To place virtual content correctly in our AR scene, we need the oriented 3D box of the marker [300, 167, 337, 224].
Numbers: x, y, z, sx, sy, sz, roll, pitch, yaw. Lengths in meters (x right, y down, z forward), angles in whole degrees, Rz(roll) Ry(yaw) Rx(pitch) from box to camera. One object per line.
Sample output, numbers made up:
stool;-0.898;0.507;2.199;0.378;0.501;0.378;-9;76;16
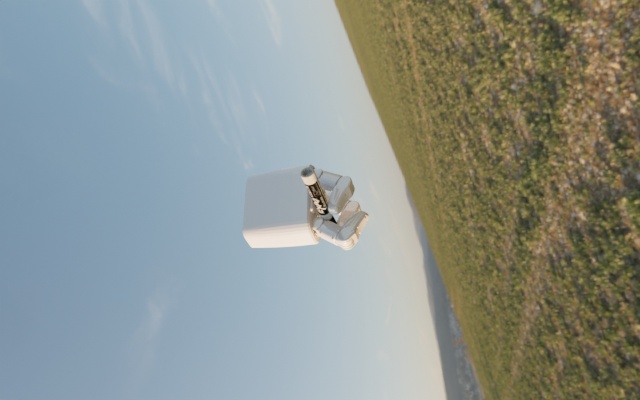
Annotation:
marker;0.000;0.002;0.656;0.020;0.020;0.121;0;-40;22
